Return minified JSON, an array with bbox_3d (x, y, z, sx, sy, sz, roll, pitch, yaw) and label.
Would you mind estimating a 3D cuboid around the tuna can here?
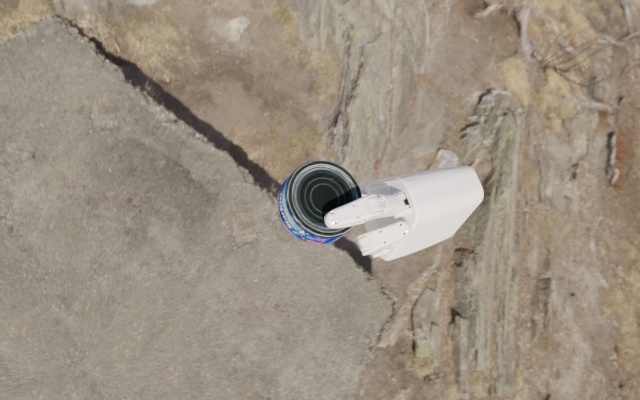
[{"bbox_3d":[0.000,0.001,0.499,0.086,0.086,0.034,0,-17,-21],"label":"tuna can"}]
